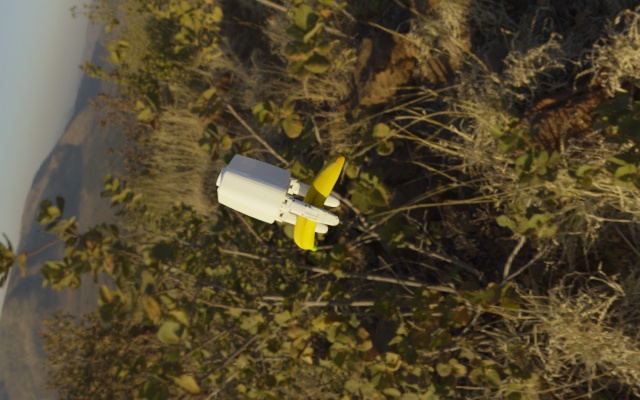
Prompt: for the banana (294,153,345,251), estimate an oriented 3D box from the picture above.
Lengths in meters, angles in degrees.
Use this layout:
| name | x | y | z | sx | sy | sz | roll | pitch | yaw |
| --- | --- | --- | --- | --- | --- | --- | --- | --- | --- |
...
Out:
| name | x | y | z | sx | sy | sz | roll | pitch | yaw |
| --- | --- | --- | --- | --- | --- | --- | --- | --- | --- |
| banana | -0.009 | 0.011 | 0.830 | 0.037 | 0.198 | 0.069 | 27 | 26 | 17 |
